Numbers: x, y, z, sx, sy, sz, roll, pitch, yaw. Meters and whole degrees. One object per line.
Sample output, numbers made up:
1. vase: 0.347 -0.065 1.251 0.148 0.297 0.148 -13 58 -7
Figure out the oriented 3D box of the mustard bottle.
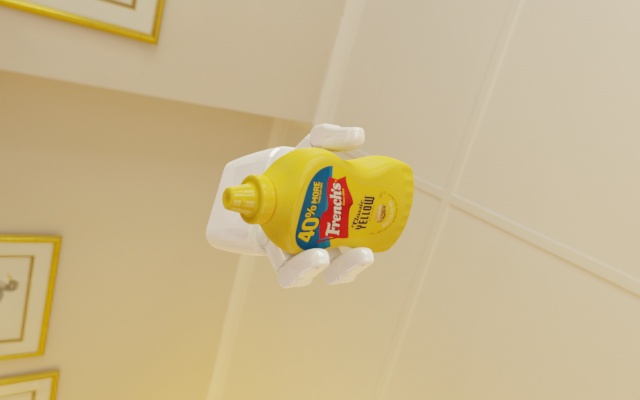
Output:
1. mustard bottle: 0.000 0.001 0.434 0.191 0.096 0.058 3 20 -39
